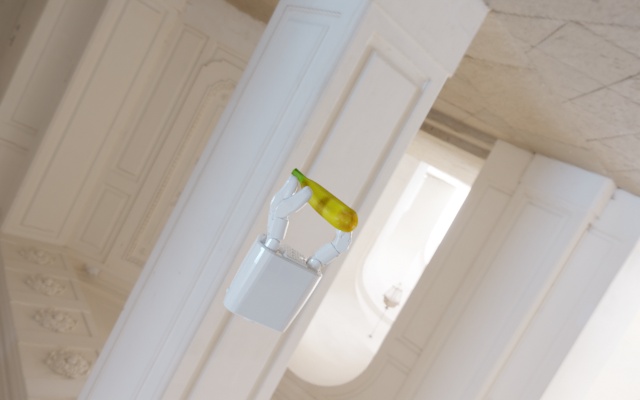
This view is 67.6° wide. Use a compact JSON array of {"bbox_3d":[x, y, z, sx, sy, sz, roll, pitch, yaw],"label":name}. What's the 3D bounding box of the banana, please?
[{"bbox_3d":[0.012,0.010,0.686,0.070,0.037,0.197,34,3,-32],"label":"banana"}]
